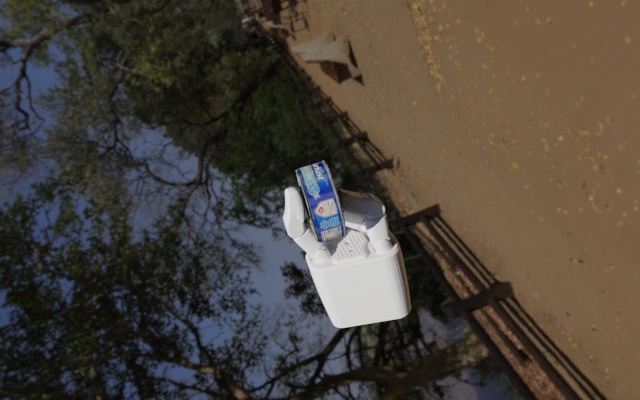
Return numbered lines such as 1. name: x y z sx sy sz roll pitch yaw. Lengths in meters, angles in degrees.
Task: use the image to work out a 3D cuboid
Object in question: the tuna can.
1. tuna can: 0.000 0.002 0.523 0.034 0.086 0.086 -17 1 -4
